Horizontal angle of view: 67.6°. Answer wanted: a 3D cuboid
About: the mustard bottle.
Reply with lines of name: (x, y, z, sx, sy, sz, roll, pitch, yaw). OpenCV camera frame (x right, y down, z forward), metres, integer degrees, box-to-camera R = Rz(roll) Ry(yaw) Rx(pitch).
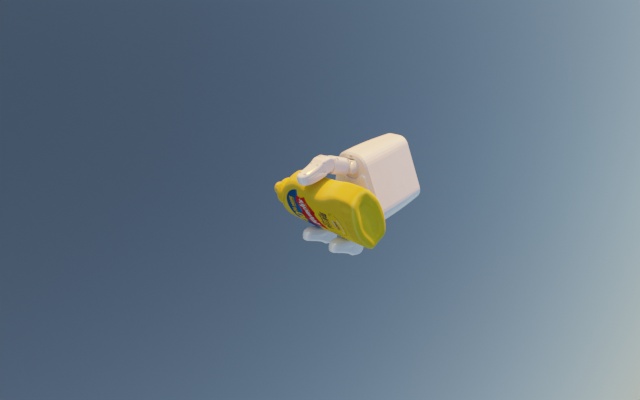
mustard bottle: (0.000, 0.003, 0.690, 0.191, 0.058, 0.096, 20, -29, 43)
